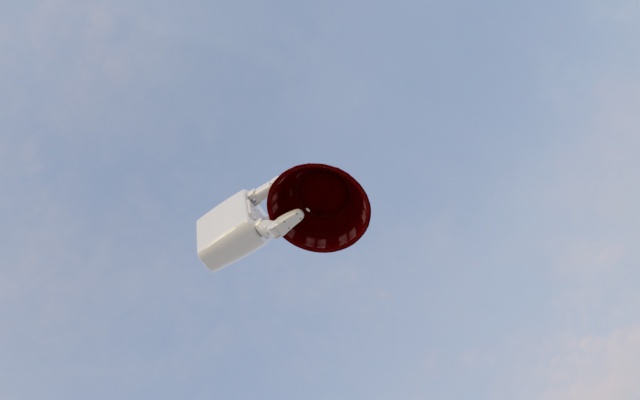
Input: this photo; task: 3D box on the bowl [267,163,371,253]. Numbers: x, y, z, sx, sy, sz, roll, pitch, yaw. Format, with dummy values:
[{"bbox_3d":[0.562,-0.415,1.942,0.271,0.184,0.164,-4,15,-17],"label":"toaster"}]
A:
[{"bbox_3d":[0.001,0.002,0.750,0.162,0.162,0.055,0,31,10],"label":"bowl"}]
